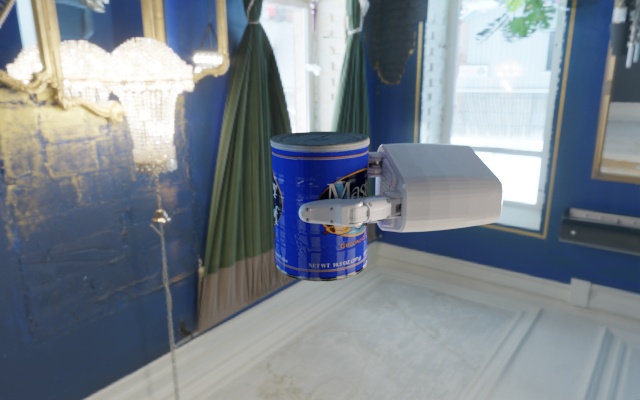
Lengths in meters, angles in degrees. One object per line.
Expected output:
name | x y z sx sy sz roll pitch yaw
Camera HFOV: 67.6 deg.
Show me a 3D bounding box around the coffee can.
coffee can | 0.000 0.002 0.514 0.103 0.140 0.102 -1 16 0
